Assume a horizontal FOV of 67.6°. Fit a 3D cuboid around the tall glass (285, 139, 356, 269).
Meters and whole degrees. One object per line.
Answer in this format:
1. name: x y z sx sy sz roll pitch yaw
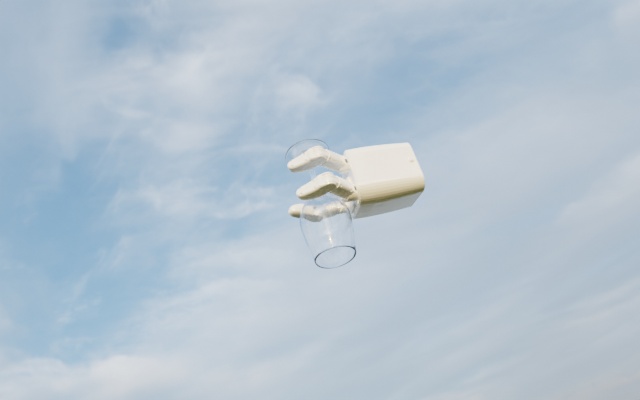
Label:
1. tall glass: 0.000 0.002 0.735 0.079 0.201 0.079 -10 -35 -7
